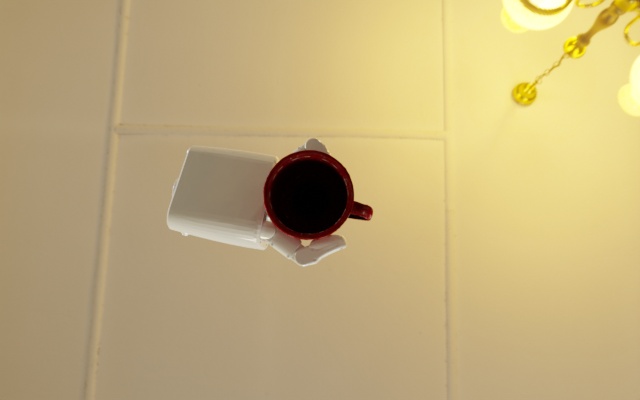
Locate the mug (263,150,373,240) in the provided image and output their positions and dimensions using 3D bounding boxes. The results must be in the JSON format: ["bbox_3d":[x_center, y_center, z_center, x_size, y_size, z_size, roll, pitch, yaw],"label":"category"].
[{"bbox_3d":[0.002,0.002,0.524,0.117,0.093,0.081,11,-8,2],"label":"mug"}]
